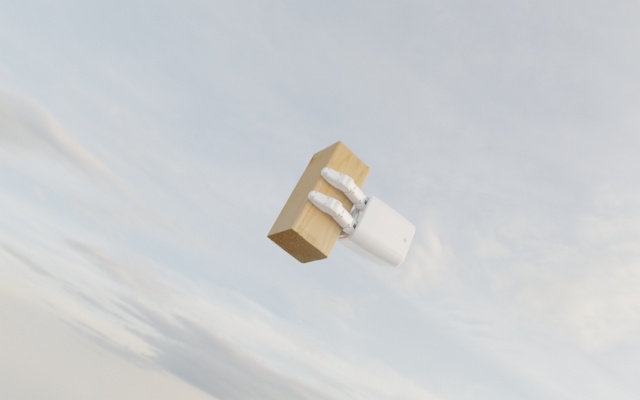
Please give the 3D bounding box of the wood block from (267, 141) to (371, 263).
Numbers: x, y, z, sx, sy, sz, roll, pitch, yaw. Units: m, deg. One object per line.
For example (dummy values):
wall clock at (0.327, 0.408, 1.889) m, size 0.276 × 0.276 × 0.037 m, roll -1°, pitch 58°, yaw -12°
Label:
wood block at (0.000, 0.003, 0.884) m, size 0.090 × 0.206 × 0.091 m, roll 40°, pitch -32°, yaw -20°
